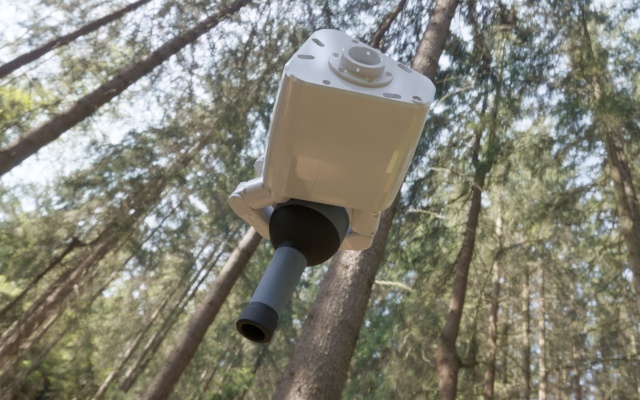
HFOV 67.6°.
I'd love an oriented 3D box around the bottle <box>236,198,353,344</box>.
[{"bbox_3d":[0.000,0.001,0.442,0.069,0.069,0.295,0,39,25],"label":"bottle"}]
